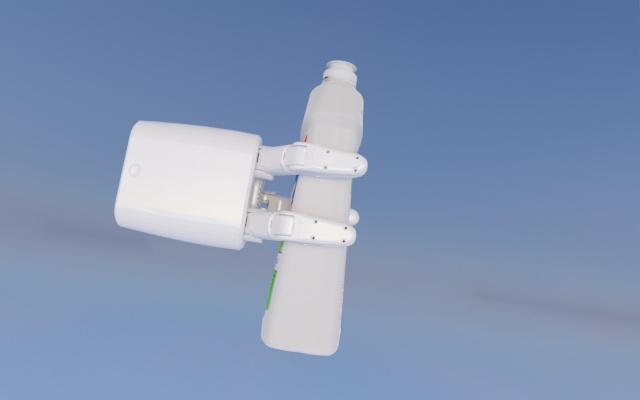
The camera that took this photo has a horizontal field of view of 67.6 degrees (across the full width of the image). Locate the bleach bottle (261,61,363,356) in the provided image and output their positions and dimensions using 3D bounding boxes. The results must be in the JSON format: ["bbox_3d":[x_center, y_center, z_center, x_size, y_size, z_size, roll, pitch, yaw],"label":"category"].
[{"bbox_3d":[0.000,0.001,0.430,0.068,0.251,0.102,9,-8,-2],"label":"bleach bottle"}]
